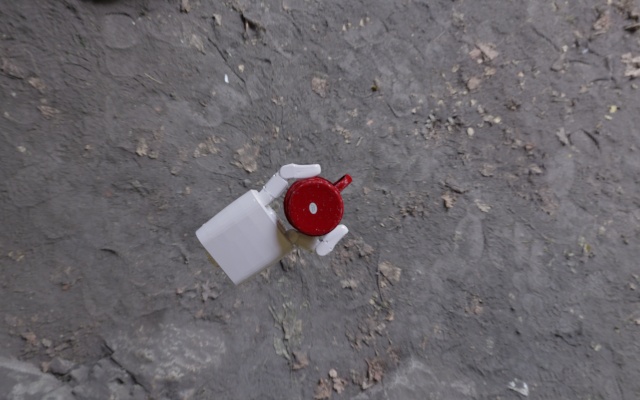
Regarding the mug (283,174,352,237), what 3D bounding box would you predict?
[{"bbox_3d":[0.001,0.002,0.708,0.117,0.093,0.081,-37,4,-1],"label":"mug"}]
